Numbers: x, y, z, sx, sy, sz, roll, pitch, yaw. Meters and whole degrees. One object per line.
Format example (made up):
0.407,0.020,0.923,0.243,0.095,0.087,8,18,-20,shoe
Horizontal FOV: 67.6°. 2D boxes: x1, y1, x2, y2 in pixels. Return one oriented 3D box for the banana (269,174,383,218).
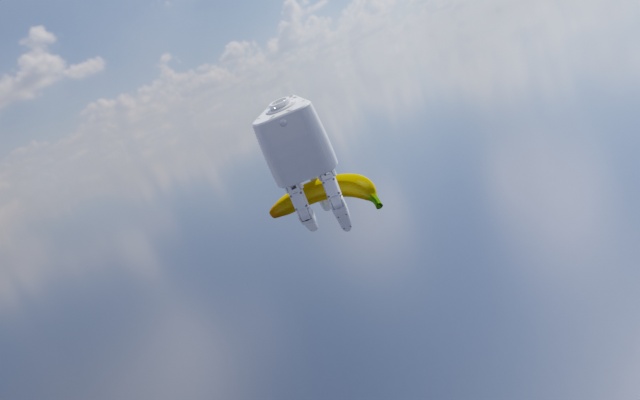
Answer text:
0.008,-0.010,0.776,0.198,0.037,0.069,-7,39,26,banana
